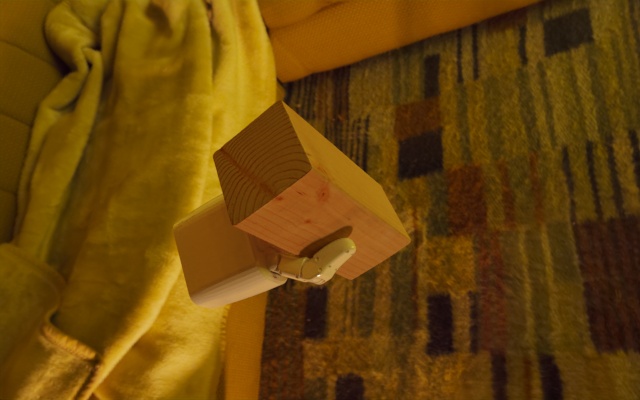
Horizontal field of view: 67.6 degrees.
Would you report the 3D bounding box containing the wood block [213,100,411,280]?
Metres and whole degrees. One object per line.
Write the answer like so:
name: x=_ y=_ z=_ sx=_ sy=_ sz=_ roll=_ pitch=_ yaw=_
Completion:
wood block: x=0.000 y=0.002 z=0.495 sx=0.090 sy=0.090 sz=0.206 roll=-35 pitch=-36 yaw=17
